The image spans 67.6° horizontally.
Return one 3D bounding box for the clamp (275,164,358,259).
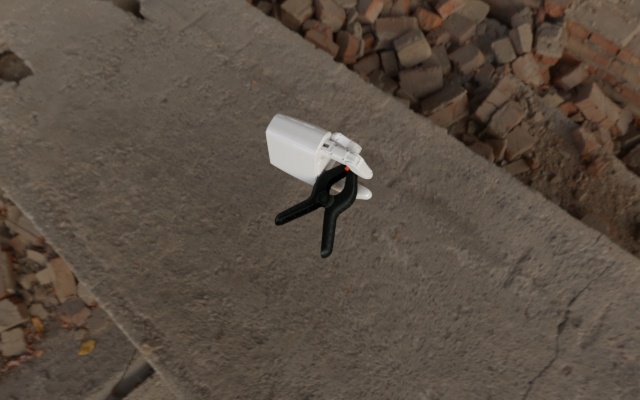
[{"bbox_3d":[0.000,0.002,0.825,0.120,0.171,0.039,25,-14,17],"label":"clamp"}]
